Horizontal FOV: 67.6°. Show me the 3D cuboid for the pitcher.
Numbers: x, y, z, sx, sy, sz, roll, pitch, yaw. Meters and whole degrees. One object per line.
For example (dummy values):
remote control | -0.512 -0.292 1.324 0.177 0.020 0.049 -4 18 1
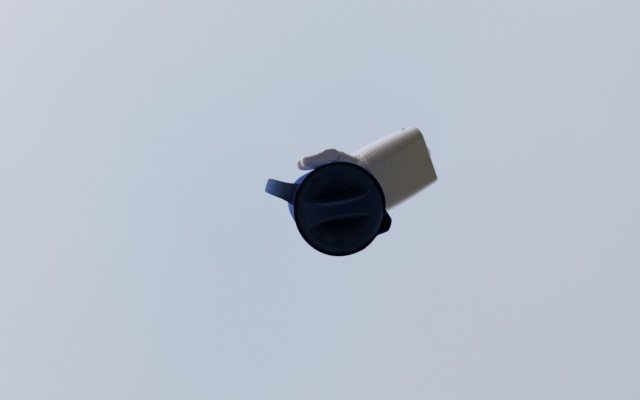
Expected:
pitcher | 0.000 0.003 0.776 0.145 0.149 0.243 -29 7 -7
